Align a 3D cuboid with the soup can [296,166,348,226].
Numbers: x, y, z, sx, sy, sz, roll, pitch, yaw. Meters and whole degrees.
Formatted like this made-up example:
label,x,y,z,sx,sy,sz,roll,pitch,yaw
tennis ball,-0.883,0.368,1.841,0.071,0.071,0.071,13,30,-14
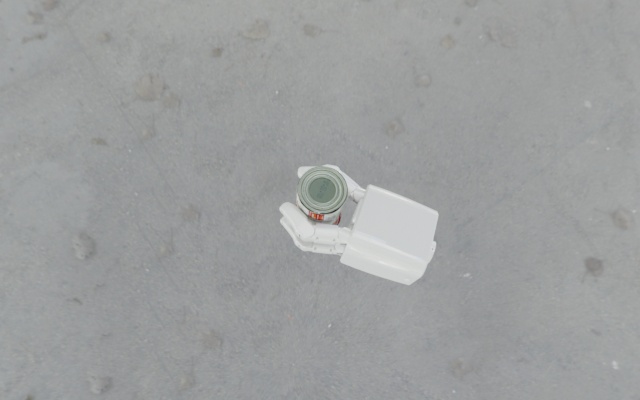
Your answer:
label,x,y,z,sx,sy,sz,roll,pitch,yaw
soup can,0.000,0.002,0.660,0.068,0.068,0.102,0,-19,-3
